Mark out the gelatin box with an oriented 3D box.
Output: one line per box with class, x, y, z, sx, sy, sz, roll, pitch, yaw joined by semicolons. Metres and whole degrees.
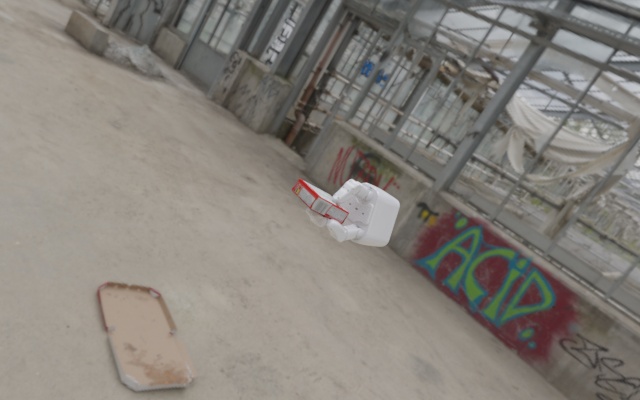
gelatin box;0.000;0.002;0.870;0.089;0.030;0.073;28;11;-42
